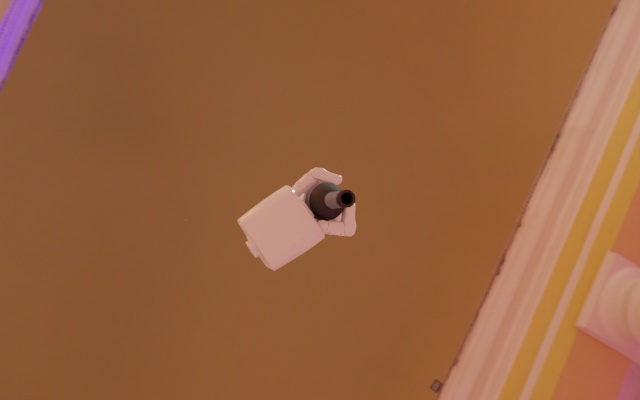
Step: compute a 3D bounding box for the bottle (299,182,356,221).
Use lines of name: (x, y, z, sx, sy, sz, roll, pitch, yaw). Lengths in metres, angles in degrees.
bottle: (0.000, 0.003, 0.857, 0.069, 0.069, 0.296, 0, -2, -16)
